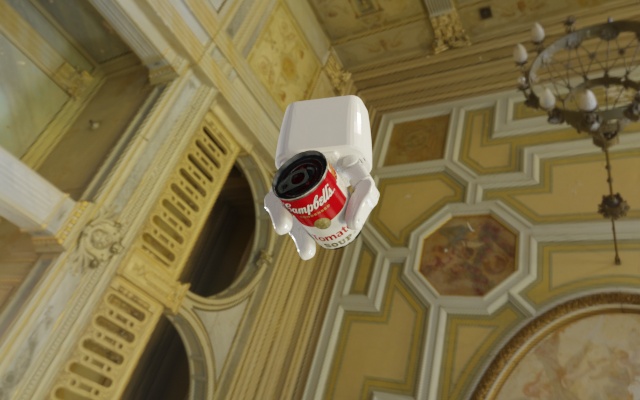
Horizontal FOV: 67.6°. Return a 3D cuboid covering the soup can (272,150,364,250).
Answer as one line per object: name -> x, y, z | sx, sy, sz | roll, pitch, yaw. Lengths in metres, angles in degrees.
soup can -> 0.000, 0.002, 0.542 | 0.068, 0.068, 0.102 | 0, -36, 35
